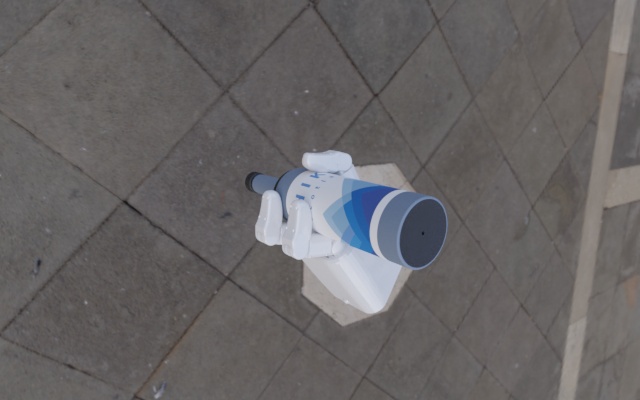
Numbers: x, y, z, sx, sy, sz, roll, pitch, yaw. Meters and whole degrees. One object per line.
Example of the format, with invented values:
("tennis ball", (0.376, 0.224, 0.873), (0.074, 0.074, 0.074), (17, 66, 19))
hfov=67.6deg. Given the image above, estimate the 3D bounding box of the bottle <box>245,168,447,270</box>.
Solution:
("bottle", (0.000, 0.002, 0.529), (0.069, 0.069, 0.295), (0, 11, -39))
